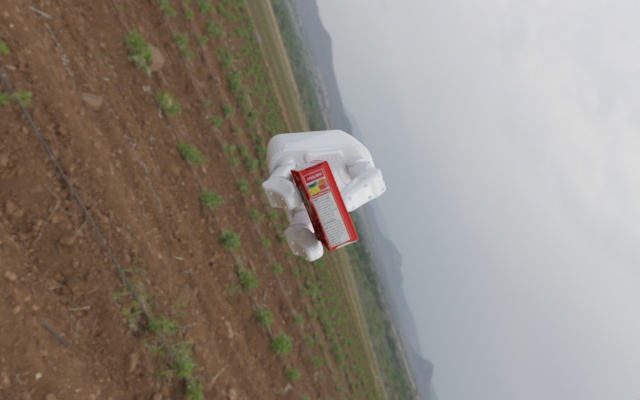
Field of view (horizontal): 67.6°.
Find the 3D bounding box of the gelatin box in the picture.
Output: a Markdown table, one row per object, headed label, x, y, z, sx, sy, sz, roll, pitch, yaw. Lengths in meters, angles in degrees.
| label | x | y | z | sx | sy | sz | roll | pitch | yaw |
| --- | --- | --- | --- | --- | --- | --- | --- | --- | --- |
| gelatin box | 0.001 | 0.001 | 0.437 | 0.030 | 0.073 | 0.089 | -22 | 8 | -6 |
